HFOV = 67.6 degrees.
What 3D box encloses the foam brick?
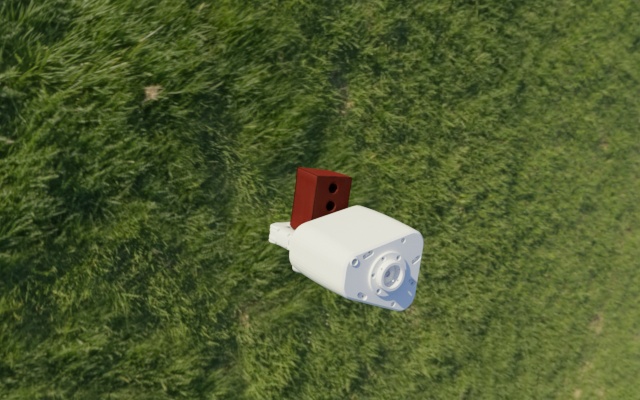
[{"bbox_3d":[0.000,0.002,0.592,0.053,0.078,0.051,1,11,-32],"label":"foam brick"}]
